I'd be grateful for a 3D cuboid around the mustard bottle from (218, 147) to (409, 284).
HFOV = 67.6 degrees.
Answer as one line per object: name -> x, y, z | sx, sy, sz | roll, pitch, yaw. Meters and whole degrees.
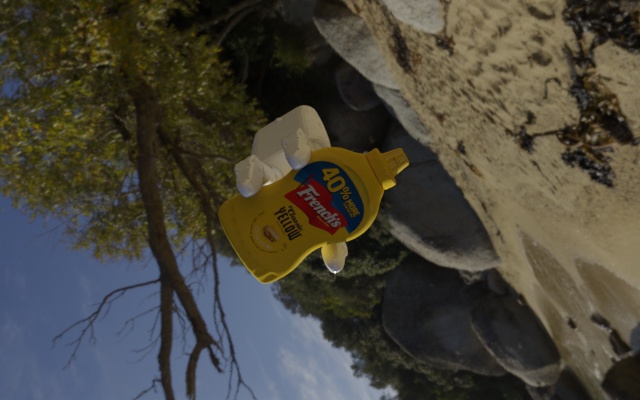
mustard bottle -> 0.000, 0.002, 0.481 | 0.191, 0.096, 0.058 | -29, 7, 11
